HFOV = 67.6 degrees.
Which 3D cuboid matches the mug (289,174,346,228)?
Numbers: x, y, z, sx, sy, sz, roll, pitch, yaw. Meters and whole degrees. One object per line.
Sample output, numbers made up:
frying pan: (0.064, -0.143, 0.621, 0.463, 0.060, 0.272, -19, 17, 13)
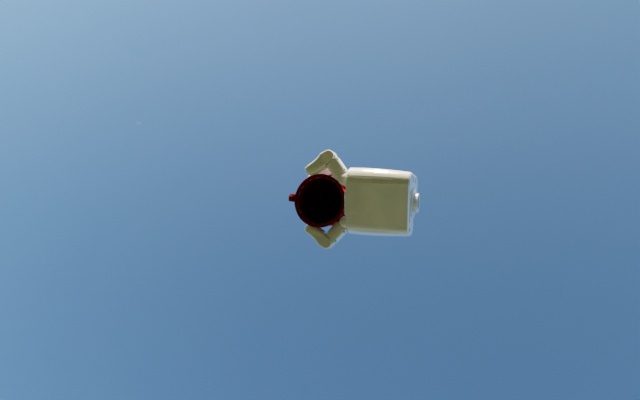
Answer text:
mug: (-0.001, 0.003, 0.859, 0.117, 0.093, 0.081, 4, -3, 20)
